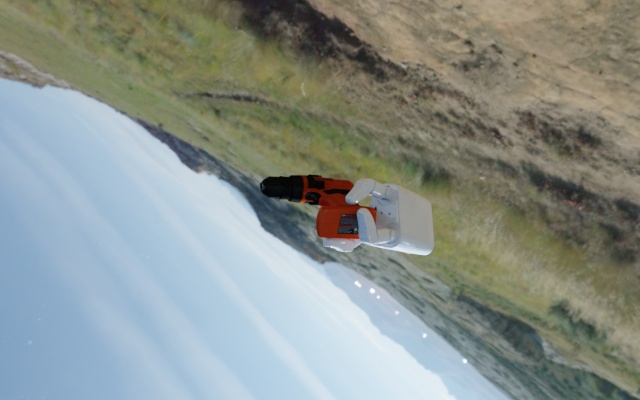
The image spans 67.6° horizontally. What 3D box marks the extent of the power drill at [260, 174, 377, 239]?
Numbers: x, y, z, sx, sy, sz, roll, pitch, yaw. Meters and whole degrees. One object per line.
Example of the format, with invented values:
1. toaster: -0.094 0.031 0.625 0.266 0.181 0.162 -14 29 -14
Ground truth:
1. power drill: 0.001 0.003 0.834 0.184 0.057 0.187 1 22 -21
